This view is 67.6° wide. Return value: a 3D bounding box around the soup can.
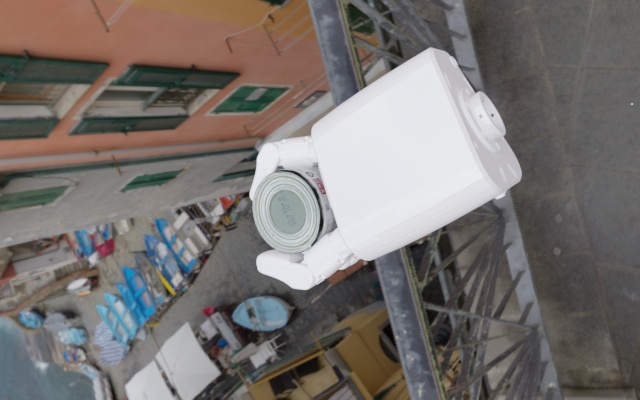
[{"bbox_3d":[-0.001,0.001,0.407,0.068,0.068,0.102,0,10,33],"label":"soup can"}]
